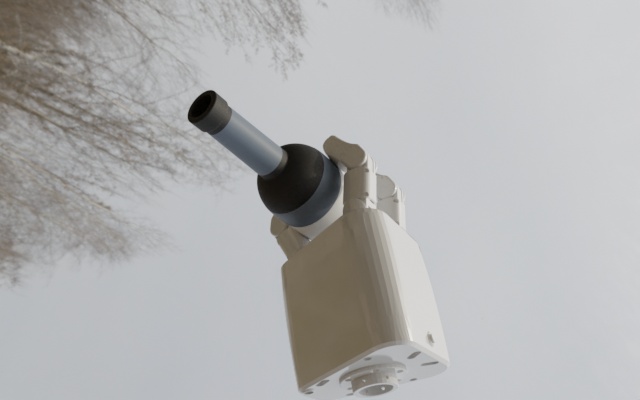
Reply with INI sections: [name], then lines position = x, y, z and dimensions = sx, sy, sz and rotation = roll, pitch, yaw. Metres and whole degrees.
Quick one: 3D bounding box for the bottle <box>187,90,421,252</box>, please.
[bottle]
position = 0.000, 0.001, 0.429
dimensions = 0.069, 0.069, 0.296
rotation = 0, -27, 38
